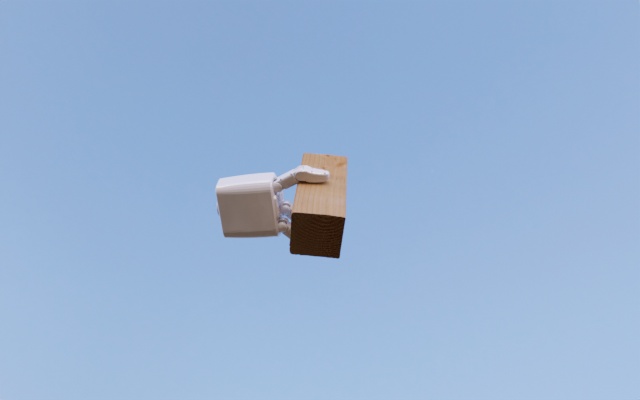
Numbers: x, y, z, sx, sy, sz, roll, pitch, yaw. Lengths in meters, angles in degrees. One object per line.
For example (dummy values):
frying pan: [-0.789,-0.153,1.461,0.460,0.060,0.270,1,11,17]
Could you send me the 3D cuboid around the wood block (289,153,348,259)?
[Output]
wood block: [0.000,0.002,0.875,0.090,0.091,0.206,6,34,0]
